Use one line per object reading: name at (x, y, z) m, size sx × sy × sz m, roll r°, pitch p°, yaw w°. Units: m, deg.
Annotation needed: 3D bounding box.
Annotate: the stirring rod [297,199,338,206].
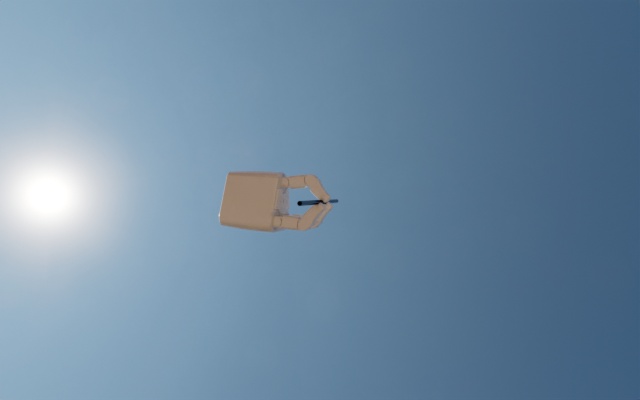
stirring rod at (0.000, 0.003, 0.853) m, size 0.011 × 0.011 × 0.239 m, roll 0°, pitch 1°, yaw 16°
